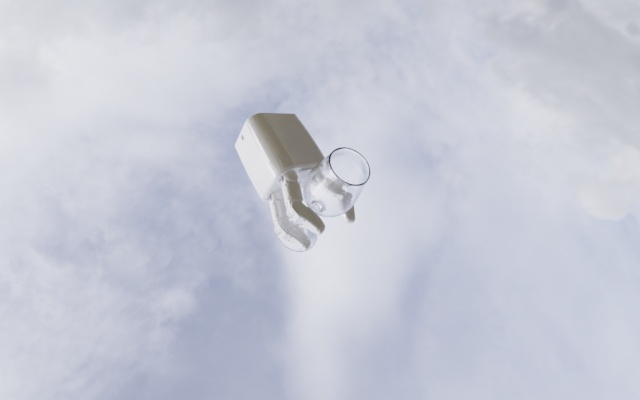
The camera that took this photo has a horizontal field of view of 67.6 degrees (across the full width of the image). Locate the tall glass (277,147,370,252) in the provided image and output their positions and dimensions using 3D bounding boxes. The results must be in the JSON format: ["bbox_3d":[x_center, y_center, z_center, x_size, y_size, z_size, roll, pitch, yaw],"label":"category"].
[{"bbox_3d":[0.000,0.003,0.713,0.079,0.079,0.201,0,-29,-27],"label":"tall glass"}]
